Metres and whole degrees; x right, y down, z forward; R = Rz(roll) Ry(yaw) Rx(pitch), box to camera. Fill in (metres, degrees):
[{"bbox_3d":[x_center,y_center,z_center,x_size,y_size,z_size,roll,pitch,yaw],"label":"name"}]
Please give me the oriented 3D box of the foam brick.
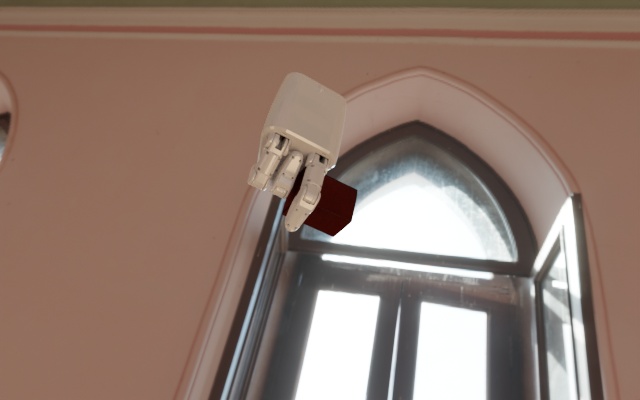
[{"bbox_3d":[0.000,0.002,0.609,0.078,0.051,0.053,25,-36,-17],"label":"foam brick"}]
